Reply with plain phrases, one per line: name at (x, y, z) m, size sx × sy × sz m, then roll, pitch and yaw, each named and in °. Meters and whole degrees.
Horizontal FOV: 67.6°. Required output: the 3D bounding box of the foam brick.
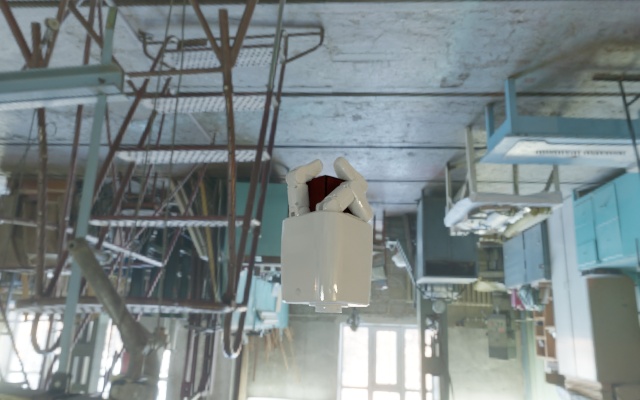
foam brick at (0.000, 0.002, 0.641) m, size 0.053 × 0.051 × 0.078 m, roll 13°, pitch -18°, yaw -39°
